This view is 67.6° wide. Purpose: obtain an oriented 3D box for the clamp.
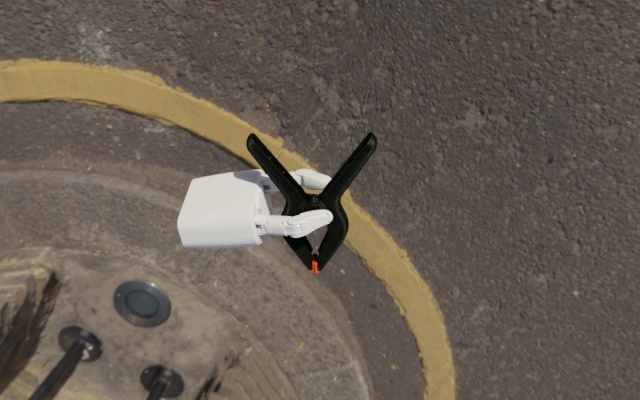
[{"bbox_3d":[0.000,0.003,0.638,0.164,0.210,0.036,-6,25,7],"label":"clamp"}]
